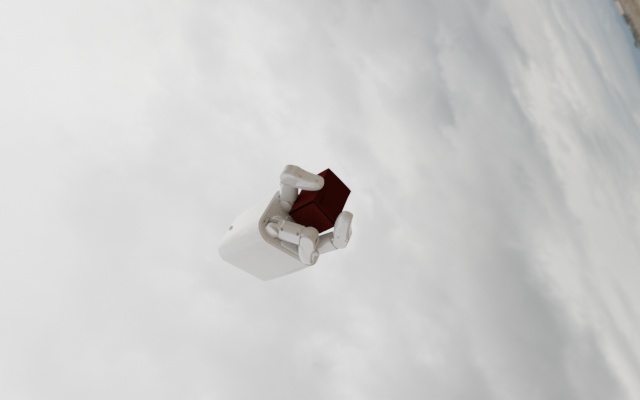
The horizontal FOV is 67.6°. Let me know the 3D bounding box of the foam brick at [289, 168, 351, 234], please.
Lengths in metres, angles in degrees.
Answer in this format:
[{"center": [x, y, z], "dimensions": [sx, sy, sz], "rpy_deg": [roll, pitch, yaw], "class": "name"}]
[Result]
[{"center": [0.000, 0.002, 0.681], "dimensions": [0.051, 0.053, 0.078], "rpy_deg": [-28, 24, 39], "class": "foam brick"}]
